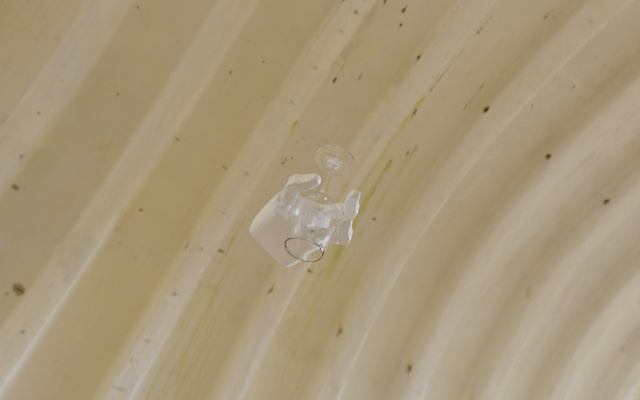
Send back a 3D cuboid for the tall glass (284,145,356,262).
[{"bbox_3d":[0.000,0.002,0.786,0.079,0.201,0.079,11,-40,10],"label":"tall glass"}]
